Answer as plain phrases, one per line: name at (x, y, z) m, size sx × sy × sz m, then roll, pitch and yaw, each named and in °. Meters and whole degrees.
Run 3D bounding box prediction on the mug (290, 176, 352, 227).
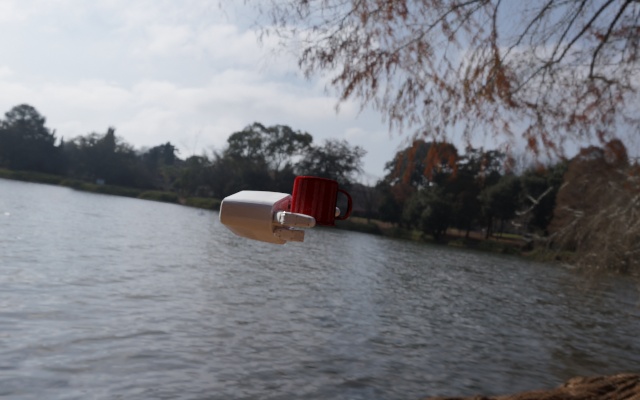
mug at (0.002, 0.003, 0.866) m, size 0.117 × 0.081 × 0.093 m, roll 6°, pitch -4°, yaw 15°
